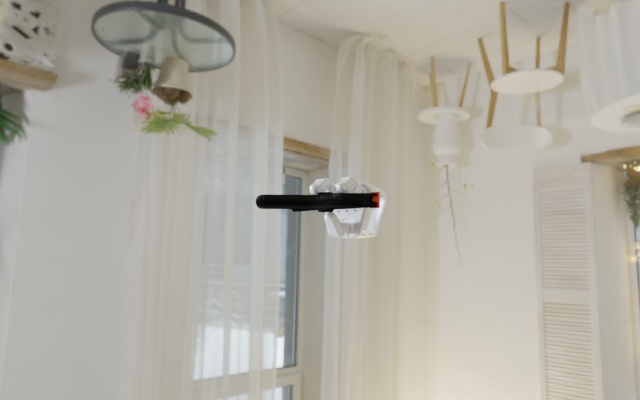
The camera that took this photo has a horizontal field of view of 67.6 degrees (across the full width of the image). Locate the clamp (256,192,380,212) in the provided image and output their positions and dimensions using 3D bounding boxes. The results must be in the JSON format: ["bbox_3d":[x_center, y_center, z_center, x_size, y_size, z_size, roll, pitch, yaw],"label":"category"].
[{"bbox_3d":[0.001,0.004,0.858,0.210,0.036,0.164,-3,-3,27],"label":"clamp"}]
